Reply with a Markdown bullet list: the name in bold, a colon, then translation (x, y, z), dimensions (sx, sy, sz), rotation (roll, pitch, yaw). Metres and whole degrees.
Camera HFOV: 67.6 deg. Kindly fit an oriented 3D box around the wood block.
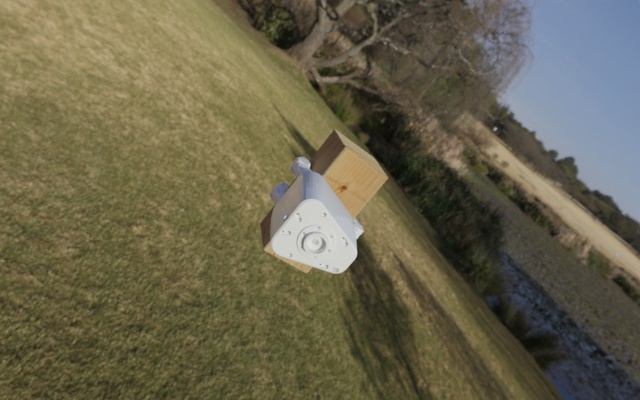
- **wood block**: translation (0.001, 0.003, 0.771), dimensions (0.091, 0.206, 0.090), rotation (33, 17, -24)
